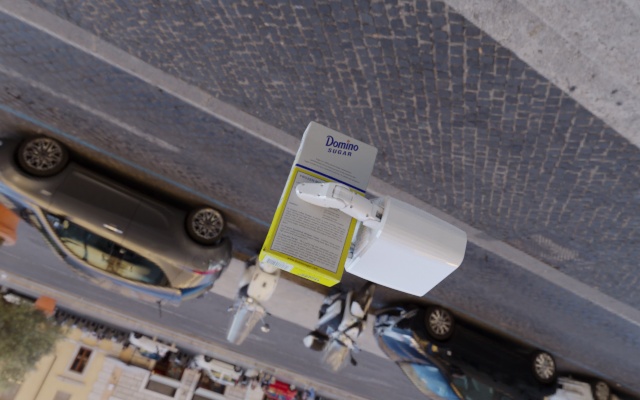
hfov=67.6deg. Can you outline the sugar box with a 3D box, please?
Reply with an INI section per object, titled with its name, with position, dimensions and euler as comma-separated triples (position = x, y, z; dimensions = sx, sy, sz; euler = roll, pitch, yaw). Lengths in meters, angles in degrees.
[sugar box]
position = 0.000, 0.002, 0.567
dimensions = 0.093, 0.176, 0.048
euler = 22, -25, -8
